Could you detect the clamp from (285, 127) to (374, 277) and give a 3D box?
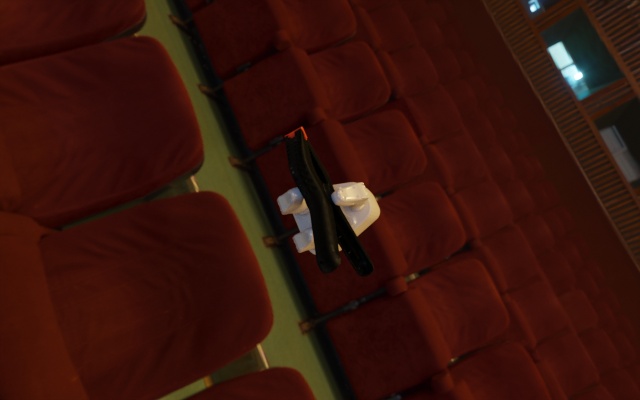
[{"bbox_3d":[0.001,0.001,0.590,0.036,0.210,0.164,-27,-11,13],"label":"clamp"}]
